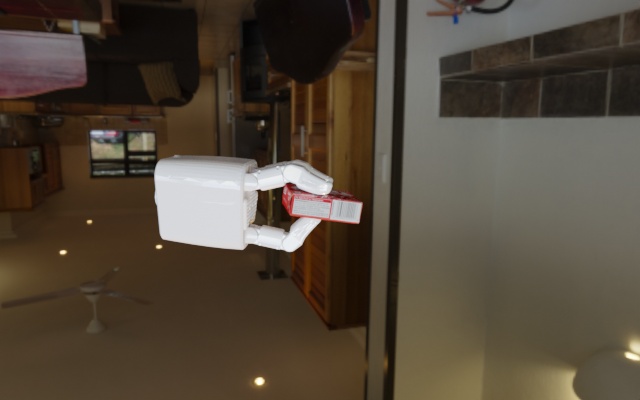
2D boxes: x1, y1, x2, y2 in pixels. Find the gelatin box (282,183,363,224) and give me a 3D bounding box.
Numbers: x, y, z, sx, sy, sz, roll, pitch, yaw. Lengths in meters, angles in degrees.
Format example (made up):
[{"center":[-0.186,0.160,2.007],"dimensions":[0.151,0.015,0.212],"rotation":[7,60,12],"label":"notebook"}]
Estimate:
[{"center":[0.000,0.002,0.597],"dimensions":[0.089,0.030,0.073],"rotation":[8,10,-12],"label":"gelatin box"}]
